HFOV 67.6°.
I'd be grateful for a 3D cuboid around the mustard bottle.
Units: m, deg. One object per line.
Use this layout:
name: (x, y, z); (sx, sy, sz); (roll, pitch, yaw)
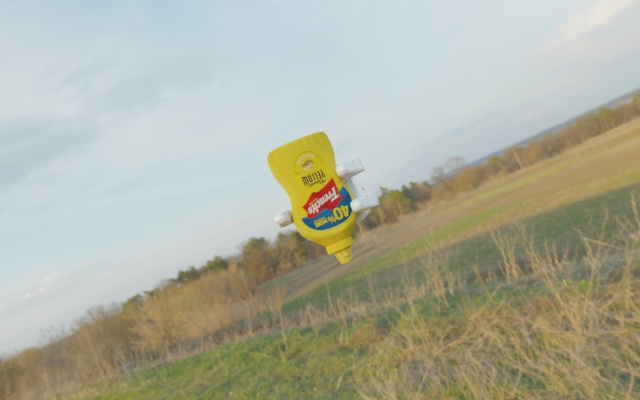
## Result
mustard bottle: (0.000, 0.002, 0.699); (0.096, 0.191, 0.058); (-23, -4, -12)
